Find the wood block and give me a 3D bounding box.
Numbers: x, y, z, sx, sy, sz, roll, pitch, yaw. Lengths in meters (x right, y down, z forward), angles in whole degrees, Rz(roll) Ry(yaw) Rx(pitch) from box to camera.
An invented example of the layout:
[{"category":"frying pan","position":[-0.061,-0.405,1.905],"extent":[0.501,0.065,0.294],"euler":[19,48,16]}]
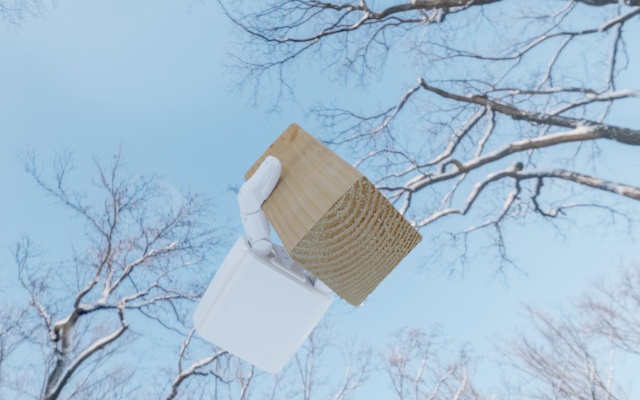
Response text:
[{"category":"wood block","position":[0.000,0.002,0.487],"extent":[0.091,0.090,0.206],"euler":[42,2,-28]}]
